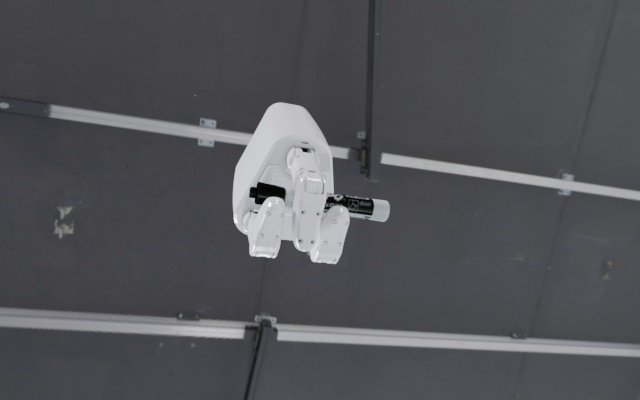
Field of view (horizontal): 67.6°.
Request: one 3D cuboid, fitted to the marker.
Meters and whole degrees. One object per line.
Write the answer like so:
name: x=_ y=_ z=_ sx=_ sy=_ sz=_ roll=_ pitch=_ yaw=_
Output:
marker: x=0.000 y=0.001 z=0.404 sx=0.121 sy=0.020 sz=0.020 roll=8 pitch=-2 yaw=-16
